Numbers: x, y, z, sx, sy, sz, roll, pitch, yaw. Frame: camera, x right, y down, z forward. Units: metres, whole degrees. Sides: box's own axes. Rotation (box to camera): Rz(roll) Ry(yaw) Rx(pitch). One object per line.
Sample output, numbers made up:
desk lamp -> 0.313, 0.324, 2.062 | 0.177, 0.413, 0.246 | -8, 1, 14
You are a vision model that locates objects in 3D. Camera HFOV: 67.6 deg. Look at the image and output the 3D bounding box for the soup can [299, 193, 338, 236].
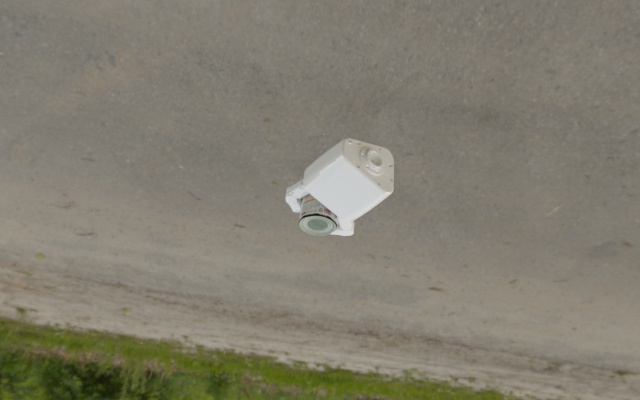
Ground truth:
soup can -> 0.000, 0.003, 0.844 | 0.068, 0.102, 0.069 | 4, -35, 3
